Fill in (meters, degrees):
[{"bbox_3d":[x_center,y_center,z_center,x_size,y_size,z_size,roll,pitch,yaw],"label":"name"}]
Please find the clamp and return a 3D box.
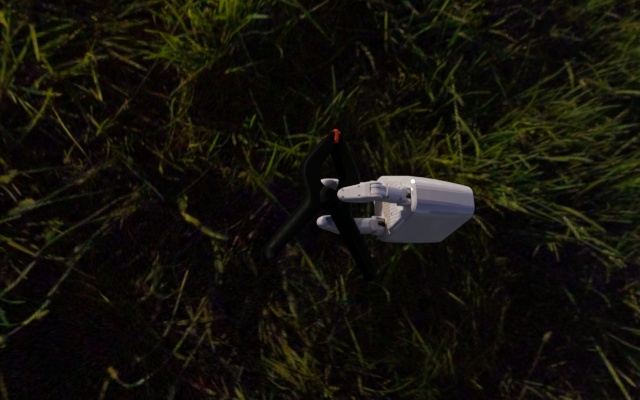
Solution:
[{"bbox_3d":[0.001,0.001,0.648,0.164,0.210,0.036,6,-16,-26],"label":"clamp"}]
